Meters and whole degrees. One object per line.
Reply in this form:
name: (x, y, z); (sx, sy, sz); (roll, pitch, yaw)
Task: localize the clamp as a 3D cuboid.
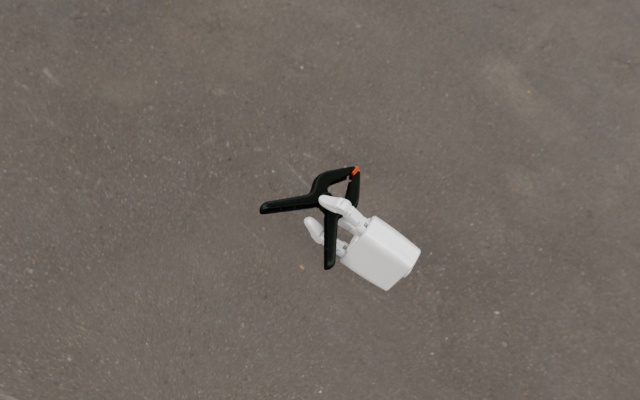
clamp: (0.001, 0.002, 0.877); (0.164, 0.210, 0.036); (35, -31, -1)
